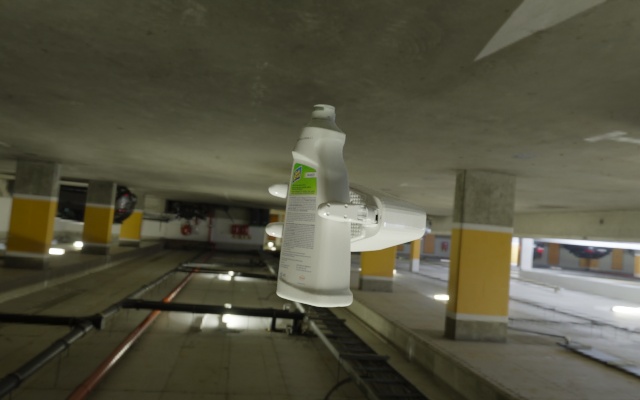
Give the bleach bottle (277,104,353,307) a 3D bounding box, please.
[{"bbox_3d":[0.000,0.002,0.613,0.068,0.251,0.102,9,-5,-43],"label":"bleach bottle"}]
